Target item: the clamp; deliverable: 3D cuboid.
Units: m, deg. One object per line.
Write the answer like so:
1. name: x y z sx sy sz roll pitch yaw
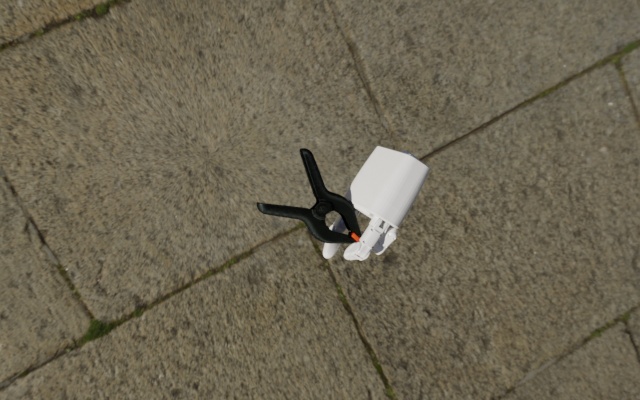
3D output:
1. clamp: 0.000 0.003 0.746 0.171 0.120 0.039 31 1 -14
